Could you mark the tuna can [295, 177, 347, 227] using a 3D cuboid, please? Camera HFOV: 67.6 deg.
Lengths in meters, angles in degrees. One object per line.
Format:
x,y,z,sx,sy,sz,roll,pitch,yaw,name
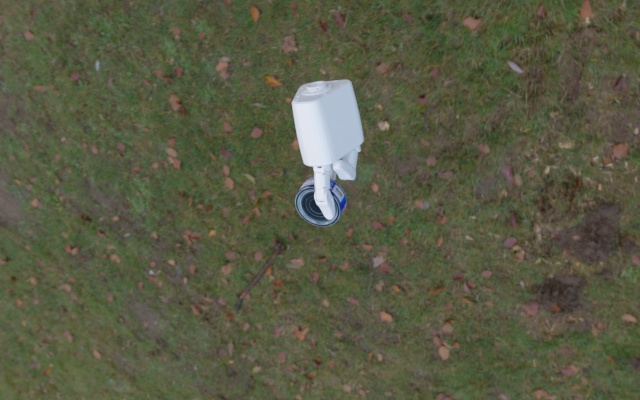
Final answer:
0.000,0.003,0.826,0.086,0.086,0.033,0,33,23,tuna can
